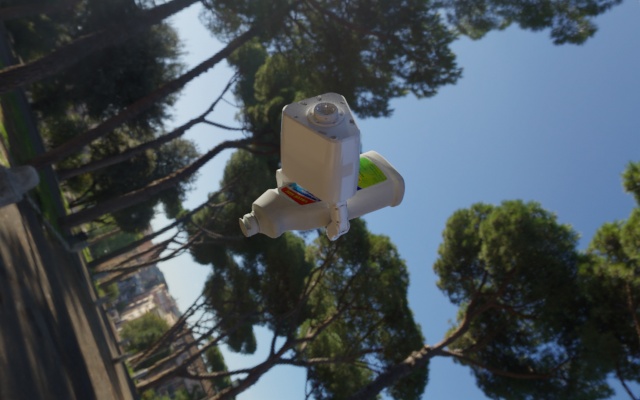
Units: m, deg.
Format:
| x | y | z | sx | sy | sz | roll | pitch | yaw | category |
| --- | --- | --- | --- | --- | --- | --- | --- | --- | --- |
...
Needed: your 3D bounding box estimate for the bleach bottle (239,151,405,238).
| x | y | z | sx | sy | sz | roll | pitch | yaw | category |
| --- | --- | --- | --- | --- | --- | --- | --- | --- | --- |
| 0.000 | 0.002 | 0.733 | 0.251 | 0.068 | 0.102 | -21 | 50 | -22 | bleach bottle |
